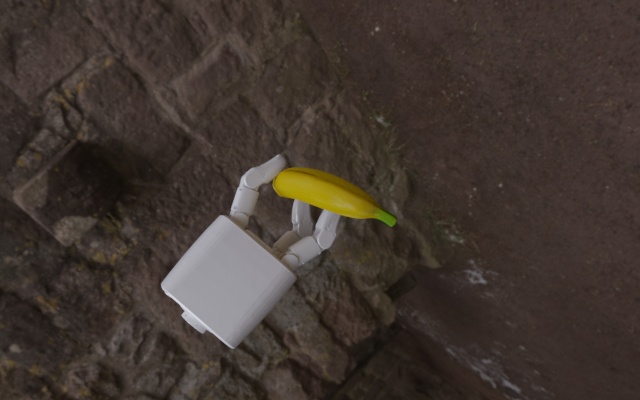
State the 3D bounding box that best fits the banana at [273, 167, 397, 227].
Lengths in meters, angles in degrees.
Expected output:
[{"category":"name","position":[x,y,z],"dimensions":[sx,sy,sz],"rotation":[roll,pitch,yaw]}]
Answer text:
[{"category":"banana","position":[-0.007,-0.009,0.542],"dimensions":[0.197,0.037,0.070],"rotation":[20,-24,47]}]
